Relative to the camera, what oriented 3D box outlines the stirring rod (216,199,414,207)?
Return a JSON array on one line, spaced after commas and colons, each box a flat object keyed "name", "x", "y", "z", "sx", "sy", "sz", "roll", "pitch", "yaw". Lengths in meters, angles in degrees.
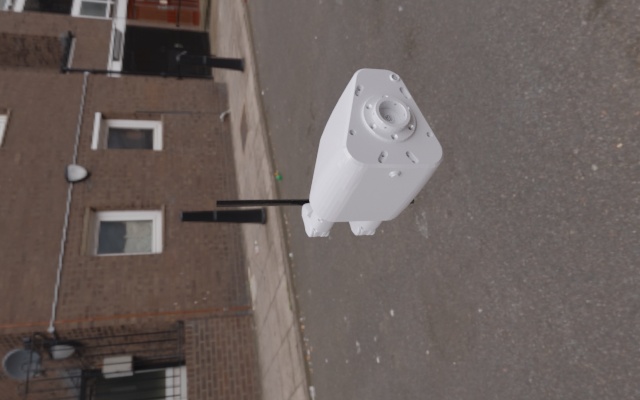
[{"name": "stirring rod", "x": 0.000, "y": 0.002, "z": 0.564, "sx": 0.239, "sy": 0.011, "sz": 0.011, "roll": -1, "pitch": 0, "yaw": -16}]
